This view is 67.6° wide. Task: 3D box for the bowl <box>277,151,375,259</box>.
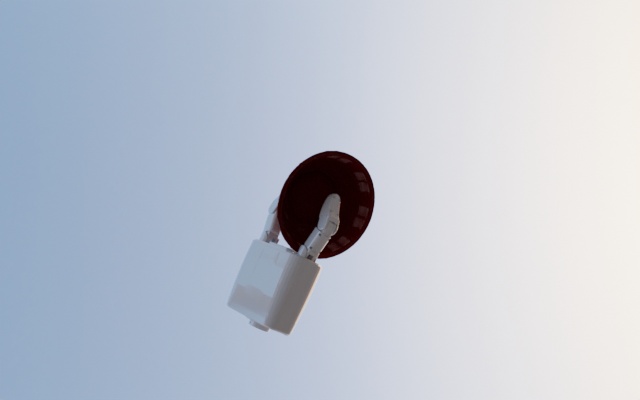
[{"bbox_3d":[0.001,0.001,0.711,0.162,0.162,0.055,0,14,-29],"label":"bowl"}]
